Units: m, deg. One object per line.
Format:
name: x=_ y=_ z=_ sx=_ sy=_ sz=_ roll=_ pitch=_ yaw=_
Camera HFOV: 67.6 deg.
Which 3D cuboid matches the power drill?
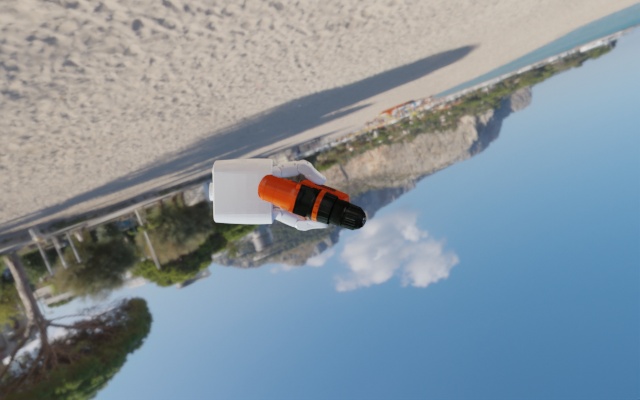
power drill: x=0.000 y=0.003 z=0.837 sx=0.184 sy=0.057 sz=0.187 roll=21 pitch=3 yaw=11
